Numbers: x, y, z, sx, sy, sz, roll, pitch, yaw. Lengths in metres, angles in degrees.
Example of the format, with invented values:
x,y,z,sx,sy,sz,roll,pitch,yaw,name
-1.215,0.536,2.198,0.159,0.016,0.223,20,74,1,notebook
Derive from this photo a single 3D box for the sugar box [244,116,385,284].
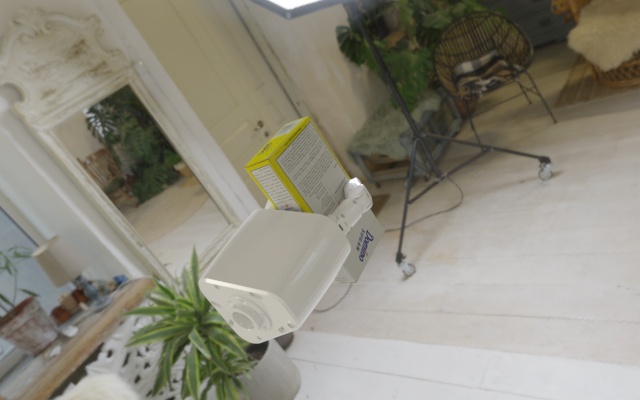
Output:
x,y,z,sx,sy,sz,roll,pitch,yaw,name
0.000,0.002,0.544,0.048,0.176,0.093,-12,30,41,sugar box
